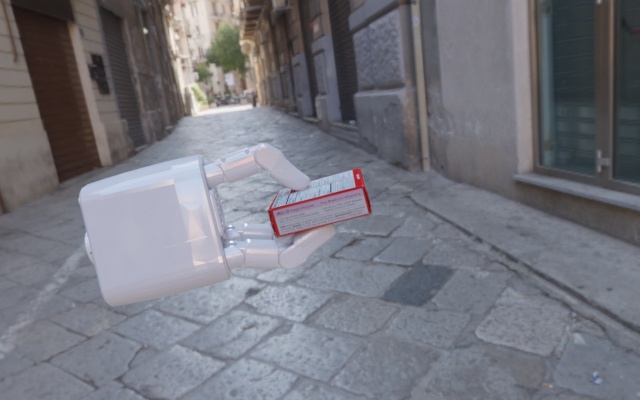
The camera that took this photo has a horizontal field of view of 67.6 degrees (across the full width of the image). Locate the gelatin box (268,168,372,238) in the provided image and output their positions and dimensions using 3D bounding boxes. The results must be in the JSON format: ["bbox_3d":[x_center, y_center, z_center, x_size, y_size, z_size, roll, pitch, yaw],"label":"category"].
[{"bbox_3d":[0.000,0.001,0.445,0.089,0.030,0.073,-15,14,6],"label":"gelatin box"}]
